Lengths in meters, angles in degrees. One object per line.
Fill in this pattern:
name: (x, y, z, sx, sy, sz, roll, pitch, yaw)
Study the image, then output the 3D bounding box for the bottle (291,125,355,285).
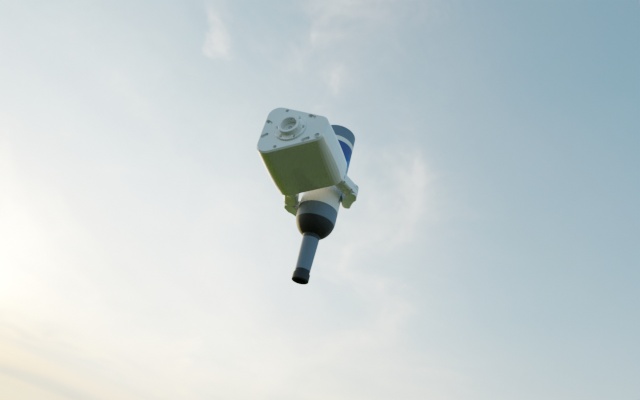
bottle: (0.000, 0.002, 0.809, 0.069, 0.295, 0.069, 11, -32, 7)
